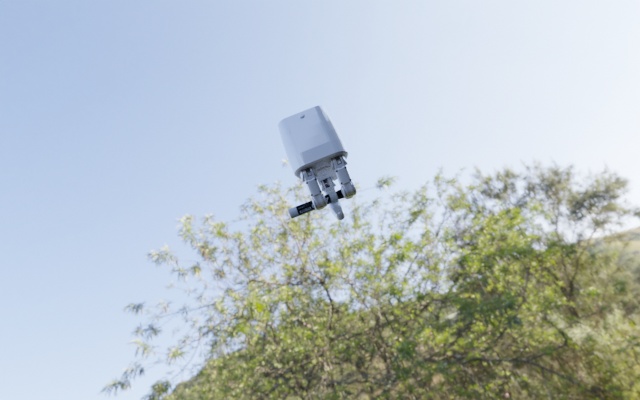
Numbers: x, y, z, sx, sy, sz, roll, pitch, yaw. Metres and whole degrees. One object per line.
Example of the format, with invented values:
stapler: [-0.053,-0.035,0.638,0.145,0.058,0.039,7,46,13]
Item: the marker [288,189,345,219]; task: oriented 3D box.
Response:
marker: [0.000,0.003,0.867,0.121,0.020,0.020,-21,1,-2]
